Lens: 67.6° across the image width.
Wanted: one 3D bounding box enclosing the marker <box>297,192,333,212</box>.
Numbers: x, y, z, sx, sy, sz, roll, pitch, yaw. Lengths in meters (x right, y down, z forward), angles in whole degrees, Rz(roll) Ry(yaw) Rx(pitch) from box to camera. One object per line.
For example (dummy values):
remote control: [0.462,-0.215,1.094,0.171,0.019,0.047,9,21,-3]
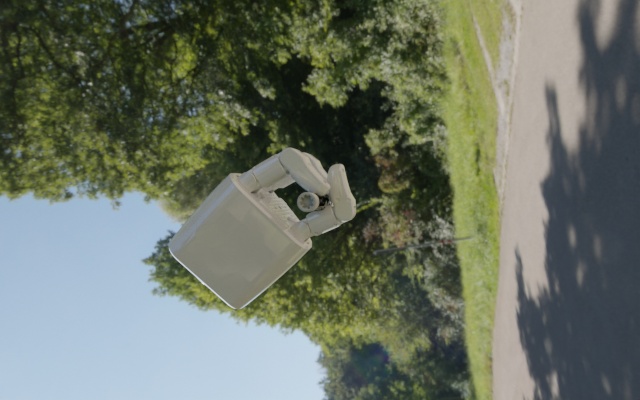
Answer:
marker: [0.000,0.002,0.506,0.020,0.020,0.121,0,0,13]
